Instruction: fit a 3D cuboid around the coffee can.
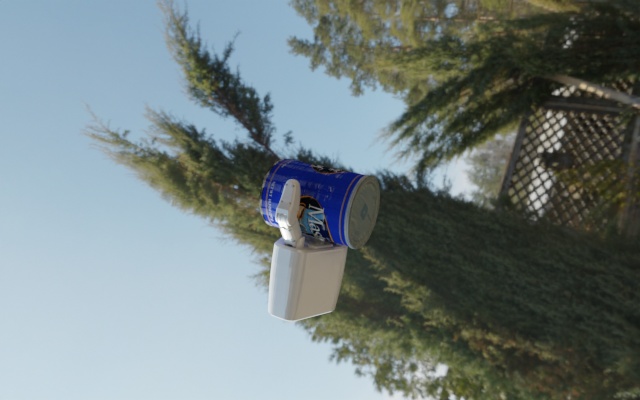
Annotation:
[{"bbox_3d":[0.000,0.002,0.678,0.140,0.103,0.103,13,6,26],"label":"coffee can"}]
